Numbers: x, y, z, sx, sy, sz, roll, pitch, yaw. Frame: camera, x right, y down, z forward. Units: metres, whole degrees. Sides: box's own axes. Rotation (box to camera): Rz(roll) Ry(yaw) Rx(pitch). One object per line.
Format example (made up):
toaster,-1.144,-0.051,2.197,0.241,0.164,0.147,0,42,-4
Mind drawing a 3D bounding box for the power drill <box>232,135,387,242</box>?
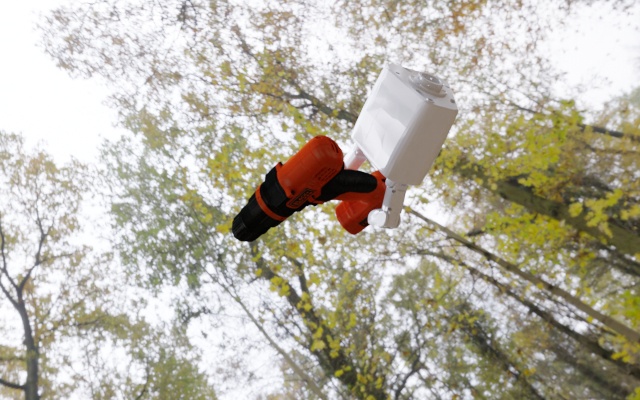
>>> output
power drill,0.001,0.002,0.615,0.188,0.057,0.184,9,-40,-48
